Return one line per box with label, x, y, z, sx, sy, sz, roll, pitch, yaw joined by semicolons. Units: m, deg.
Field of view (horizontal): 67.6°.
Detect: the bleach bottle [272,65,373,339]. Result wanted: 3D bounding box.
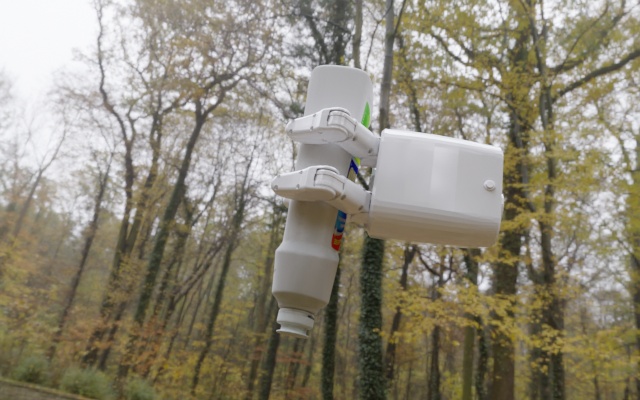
bleach bottle;0.000;0.001;0.452;0.068;0.250;0.103;8;-22;8
